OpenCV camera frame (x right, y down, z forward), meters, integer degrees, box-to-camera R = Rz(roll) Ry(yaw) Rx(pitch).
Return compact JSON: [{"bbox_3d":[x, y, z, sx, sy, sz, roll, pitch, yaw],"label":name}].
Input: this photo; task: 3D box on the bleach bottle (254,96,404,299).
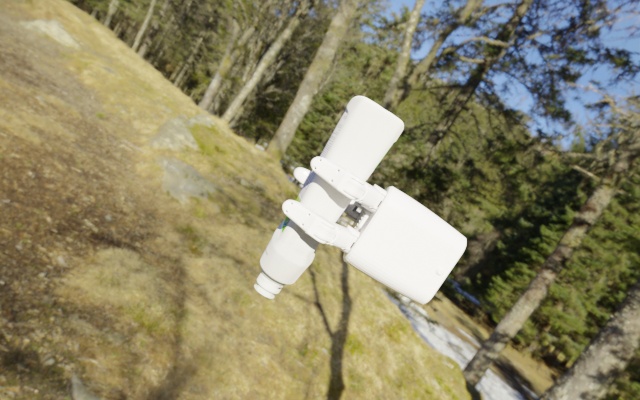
[{"bbox_3d":[0.000,0.002,0.561,0.068,0.251,0.102,32,6,-5],"label":"bleach bottle"}]
